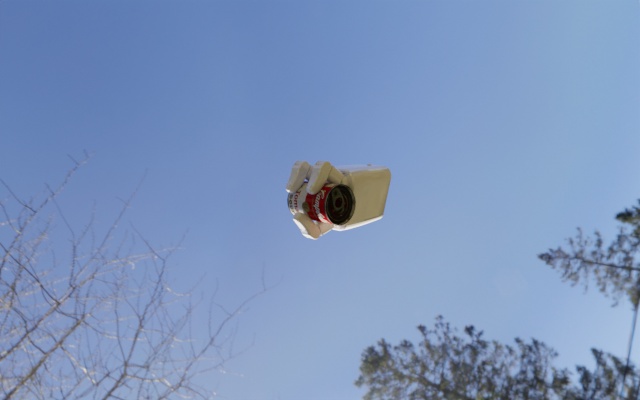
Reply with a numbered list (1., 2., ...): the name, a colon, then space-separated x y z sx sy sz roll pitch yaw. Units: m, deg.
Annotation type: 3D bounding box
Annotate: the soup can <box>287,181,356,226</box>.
1. soup can: 0.000 0.003 0.809 0.068 0.068 0.102 0 5 -42
